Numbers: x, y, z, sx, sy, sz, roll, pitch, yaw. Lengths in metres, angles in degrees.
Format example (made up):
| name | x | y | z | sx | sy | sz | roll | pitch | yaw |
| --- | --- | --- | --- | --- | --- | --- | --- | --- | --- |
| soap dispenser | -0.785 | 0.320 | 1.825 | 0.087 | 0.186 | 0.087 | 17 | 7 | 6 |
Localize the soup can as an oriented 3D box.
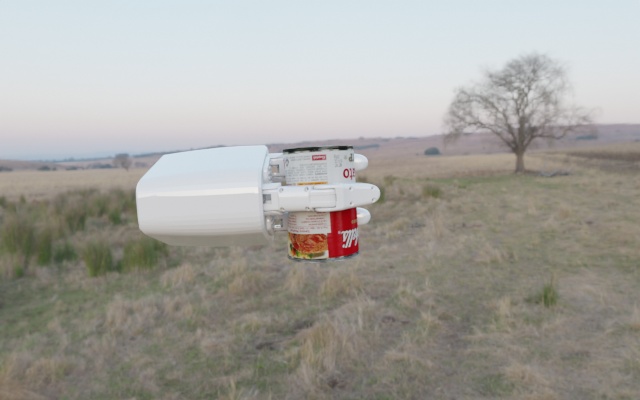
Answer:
| name | x | y | z | sx | sy | sz | roll | pitch | yaw |
| --- | --- | --- | --- | --- | --- | --- | --- | --- | --- |
| soup can | 0.001 | 0.001 | 0.446 | 0.068 | 0.102 | 0.068 | -3 | 5 | 0 |
